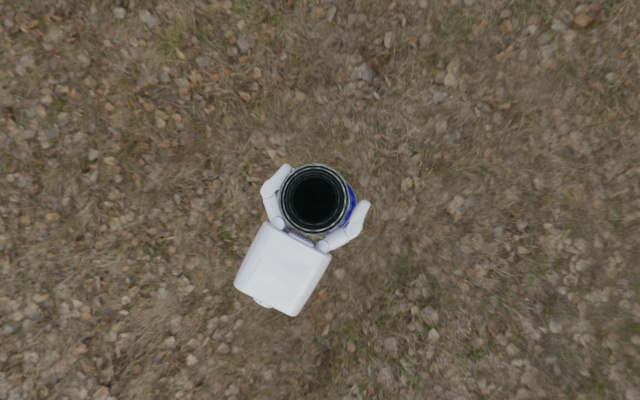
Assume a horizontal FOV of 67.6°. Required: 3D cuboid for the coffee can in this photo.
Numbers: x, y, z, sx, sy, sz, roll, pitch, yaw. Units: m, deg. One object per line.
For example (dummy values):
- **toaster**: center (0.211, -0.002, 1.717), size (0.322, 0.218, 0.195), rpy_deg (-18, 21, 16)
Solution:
- **coffee can**: center (0.000, 0.002, 0.737), size (0.103, 0.103, 0.140), rpy_deg (0, -4, 8)
